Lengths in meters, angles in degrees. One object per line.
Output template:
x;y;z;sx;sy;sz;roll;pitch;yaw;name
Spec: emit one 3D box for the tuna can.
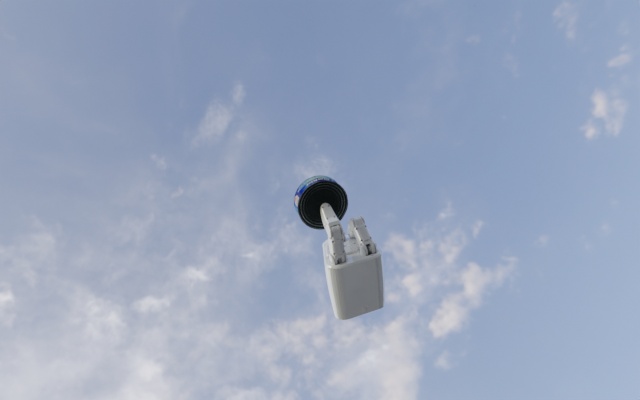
0.000;0.002;0.790;0.086;0.086;0.033;0;21;-18;tuna can
